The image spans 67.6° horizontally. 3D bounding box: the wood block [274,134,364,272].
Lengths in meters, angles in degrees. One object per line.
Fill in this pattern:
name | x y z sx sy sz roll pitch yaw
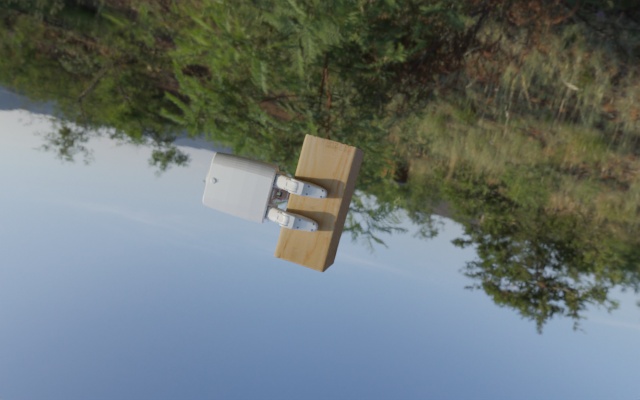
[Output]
wood block | 0.000 0.003 0.804 0.090 0.206 0.091 16 6 11
